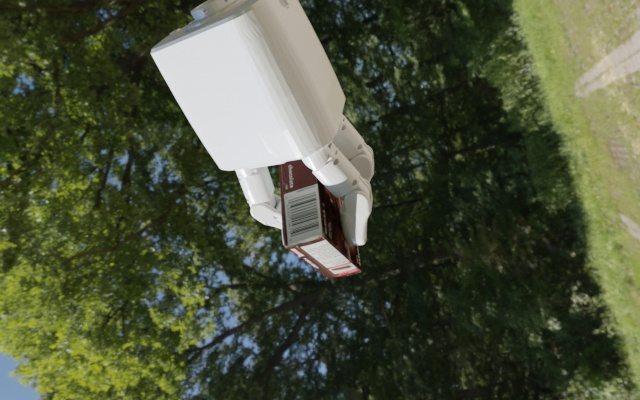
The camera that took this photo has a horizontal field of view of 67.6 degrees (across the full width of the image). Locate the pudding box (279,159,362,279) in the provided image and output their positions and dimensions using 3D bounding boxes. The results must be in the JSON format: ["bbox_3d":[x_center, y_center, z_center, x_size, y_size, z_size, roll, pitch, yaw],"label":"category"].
[{"bbox_3d":[0.000,0.001,0.418,0.039,0.113,0.090,-15,-30,20],"label":"pudding box"}]
